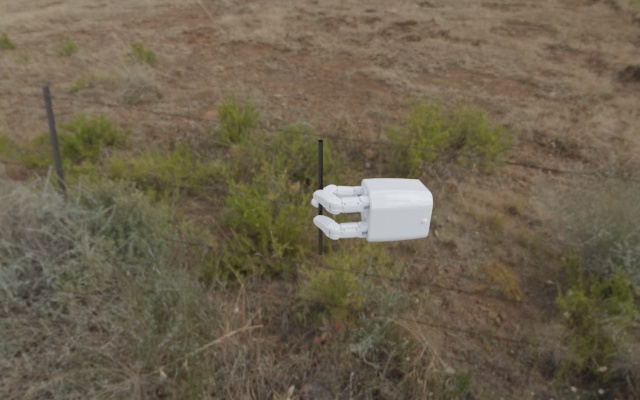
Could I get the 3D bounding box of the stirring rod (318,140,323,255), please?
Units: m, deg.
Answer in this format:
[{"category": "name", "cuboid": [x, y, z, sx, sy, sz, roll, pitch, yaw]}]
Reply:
[{"category": "stirring rod", "cuboid": [0.000, 0.003, 0.838, 0.011, 0.240, 0.011, 0, 35, 0]}]
